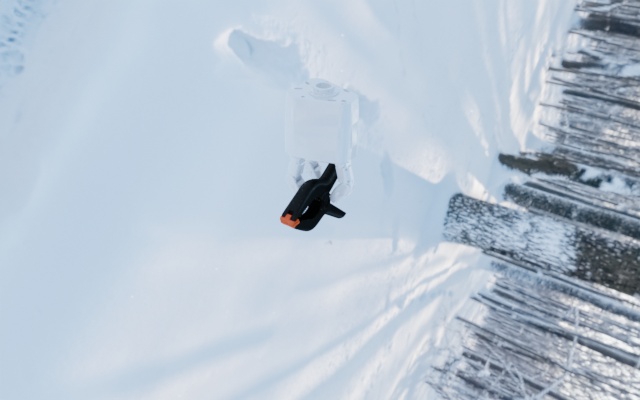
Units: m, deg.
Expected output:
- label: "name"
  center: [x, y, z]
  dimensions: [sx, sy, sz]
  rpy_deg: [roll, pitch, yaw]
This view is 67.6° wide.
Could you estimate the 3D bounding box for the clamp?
- label: "clamp"
  center: [0.001, 0.003, 0.853]
  dimensions: [0.036, 0.165, 0.210]
  rpy_deg: [20, 40, 25]
